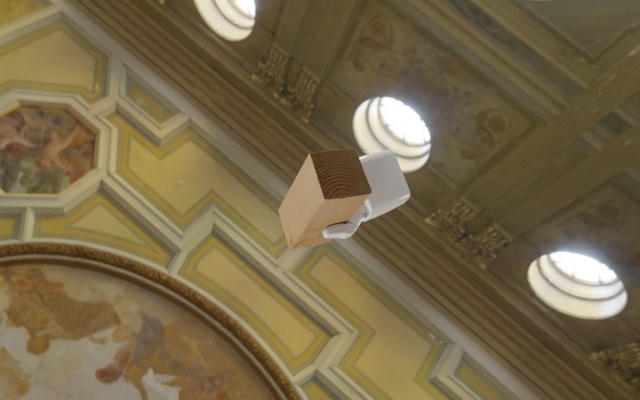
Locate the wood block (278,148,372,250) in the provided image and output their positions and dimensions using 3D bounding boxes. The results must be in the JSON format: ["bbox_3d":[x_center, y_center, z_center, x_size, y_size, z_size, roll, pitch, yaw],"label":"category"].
[{"bbox_3d":[0.001,0.003,0.860,0.090,0.090,0.206,-8,-25,-25],"label":"wood block"}]
